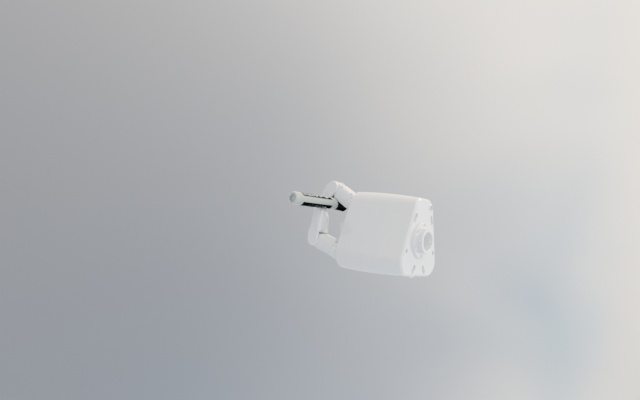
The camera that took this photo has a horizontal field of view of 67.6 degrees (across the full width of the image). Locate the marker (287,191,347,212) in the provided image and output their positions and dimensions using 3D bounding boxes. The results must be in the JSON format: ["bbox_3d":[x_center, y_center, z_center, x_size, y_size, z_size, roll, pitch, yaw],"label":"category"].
[{"bbox_3d":[0.000,0.002,0.697,0.020,0.020,0.121,0,-6,41],"label":"marker"}]
